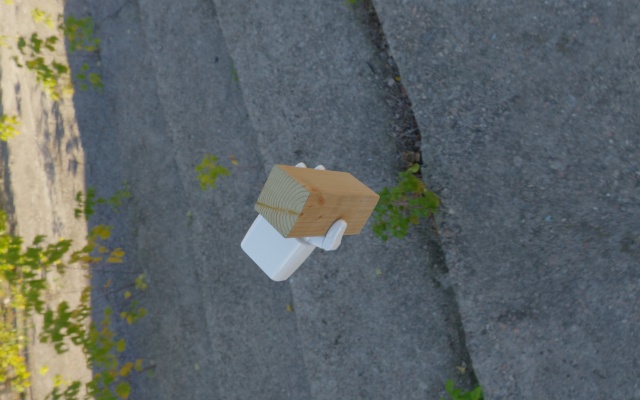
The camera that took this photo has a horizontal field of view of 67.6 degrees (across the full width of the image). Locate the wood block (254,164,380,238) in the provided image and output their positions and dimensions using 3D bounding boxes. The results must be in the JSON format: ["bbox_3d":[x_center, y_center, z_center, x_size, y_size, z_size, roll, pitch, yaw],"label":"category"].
[{"bbox_3d":[0.000,0.003,0.838,0.090,0.090,0.206,41,23,31],"label":"wood block"}]
